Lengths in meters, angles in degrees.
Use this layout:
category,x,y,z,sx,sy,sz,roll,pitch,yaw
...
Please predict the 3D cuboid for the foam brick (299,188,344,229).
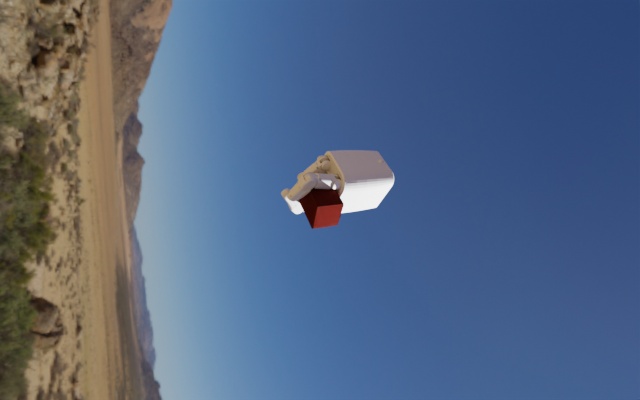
category,x,y,z,sx,sy,sz,roll,pitch,yaw
foam brick,0.000,0.003,0.839,0.051,0.053,0.078,-5,43,-23
